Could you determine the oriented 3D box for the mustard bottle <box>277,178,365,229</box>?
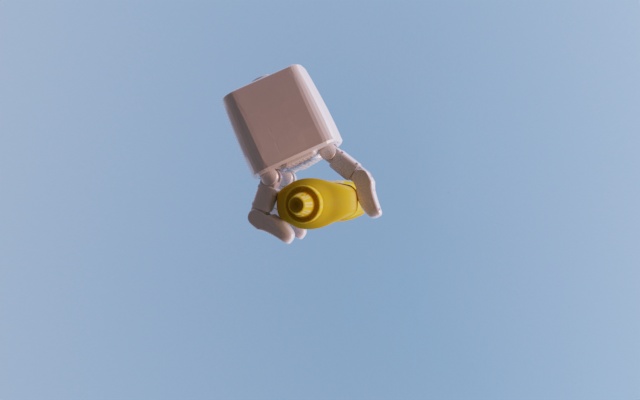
[{"bbox_3d":[0.000,0.002,0.582,0.096,0.058,0.191,-1,1,15],"label":"mustard bottle"}]
